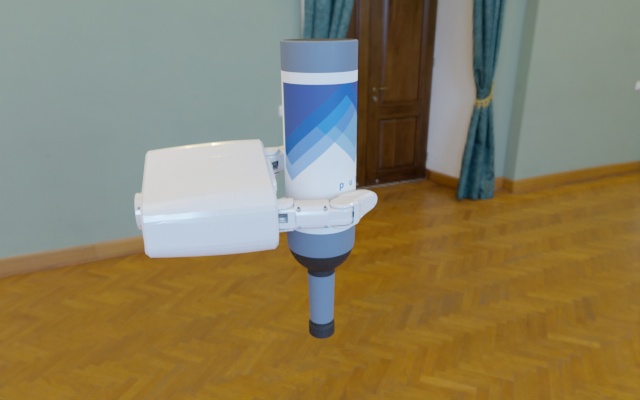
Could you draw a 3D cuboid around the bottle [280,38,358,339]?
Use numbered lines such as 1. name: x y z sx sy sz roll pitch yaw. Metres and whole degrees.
1. bottle: 0.000 0.001 0.457 0.069 0.296 0.069 0 21 0
